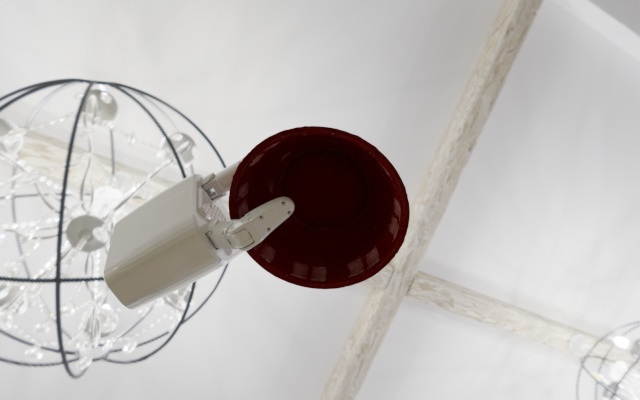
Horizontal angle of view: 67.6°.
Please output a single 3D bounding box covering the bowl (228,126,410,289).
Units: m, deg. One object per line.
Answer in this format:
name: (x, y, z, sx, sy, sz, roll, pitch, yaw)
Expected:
bowl: (0.001, 0.001, 0.445, 0.162, 0.162, 0.055, 0, 26, 8)
